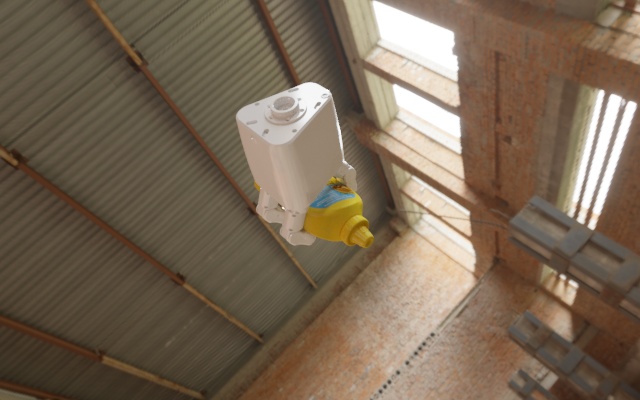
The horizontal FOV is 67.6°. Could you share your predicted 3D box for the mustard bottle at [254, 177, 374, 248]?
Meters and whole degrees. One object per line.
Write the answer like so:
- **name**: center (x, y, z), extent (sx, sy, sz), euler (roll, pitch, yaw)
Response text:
- **mustard bottle**: center (0.000, 0.002, 0.651), extent (0.096, 0.058, 0.191), euler (-18, 44, -39)
